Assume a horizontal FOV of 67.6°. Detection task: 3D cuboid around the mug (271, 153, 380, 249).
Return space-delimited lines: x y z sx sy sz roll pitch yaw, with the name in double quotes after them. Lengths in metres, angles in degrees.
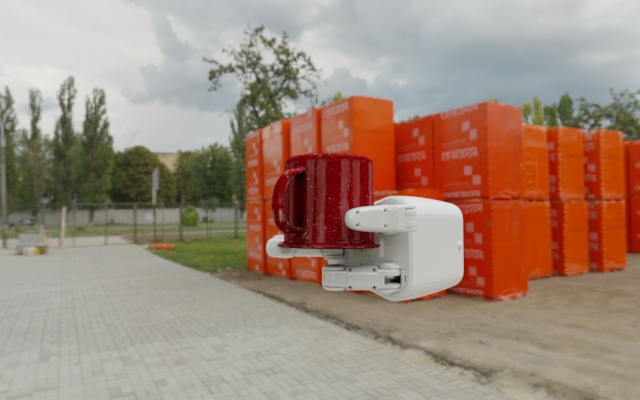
-0.001 0.001 0.427 0.093 0.081 0.117 -2 -4 41 "mug"
